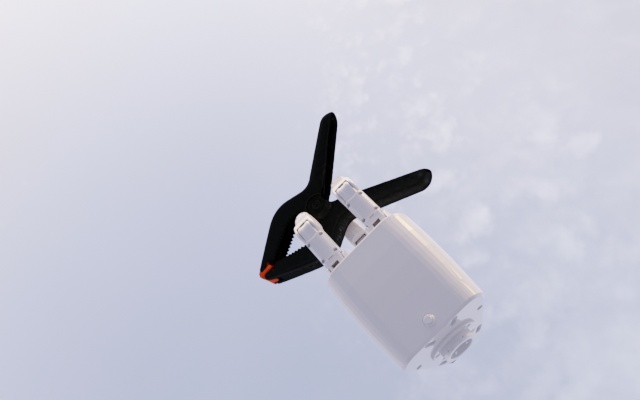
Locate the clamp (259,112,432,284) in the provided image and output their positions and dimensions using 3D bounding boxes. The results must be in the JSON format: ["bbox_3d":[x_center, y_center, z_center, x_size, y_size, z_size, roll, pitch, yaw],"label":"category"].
[{"bbox_3d":[0.000,0.003,0.543,0.164,0.210,0.036,46,4,37],"label":"clamp"}]
